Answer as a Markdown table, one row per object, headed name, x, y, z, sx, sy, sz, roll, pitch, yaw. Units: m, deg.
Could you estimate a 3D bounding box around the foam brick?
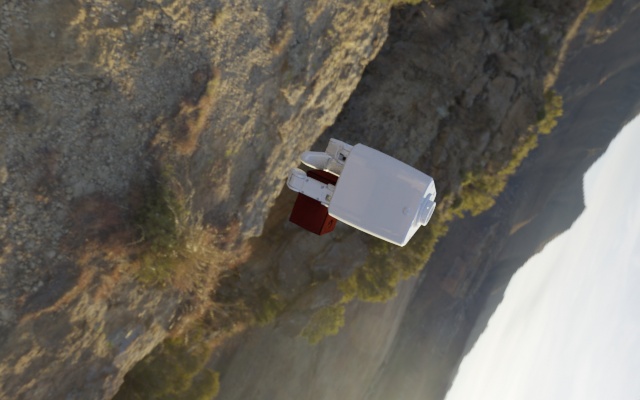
| name | x | y | z | sx | sy | sz | roll | pitch | yaw |
| --- | --- | --- | --- | --- | --- | --- | --- | --- | --- |
| foam brick | 0.000 | 0.002 | 0.660 | 0.051 | 0.078 | 0.053 | 26 | 14 | 18 |
